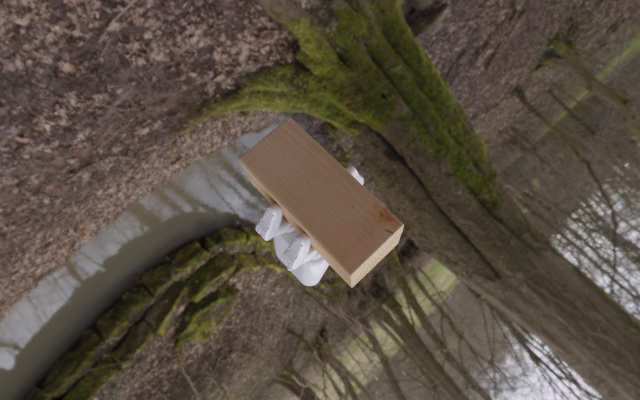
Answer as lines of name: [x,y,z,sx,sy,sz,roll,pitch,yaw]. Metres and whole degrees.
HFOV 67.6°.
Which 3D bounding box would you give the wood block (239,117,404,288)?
wood block: [0.000,0.002,0.624,0.091,0.206,0.090,-42,-18,-10]
